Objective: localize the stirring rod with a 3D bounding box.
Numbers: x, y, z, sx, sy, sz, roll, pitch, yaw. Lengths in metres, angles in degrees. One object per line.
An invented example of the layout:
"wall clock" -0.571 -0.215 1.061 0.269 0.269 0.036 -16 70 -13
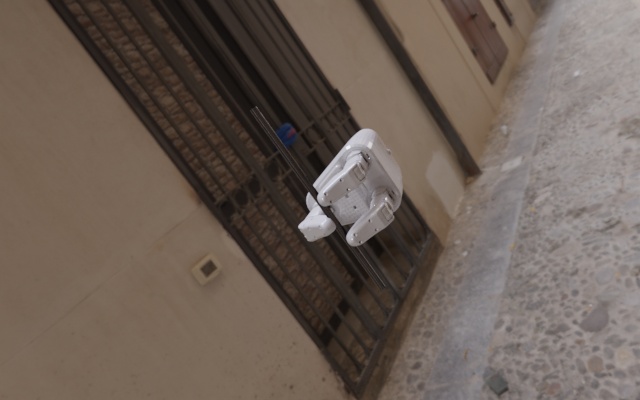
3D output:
"stirring rod" 0.000 0.002 0.511 0.011 0.239 0.011 -34 11 7
